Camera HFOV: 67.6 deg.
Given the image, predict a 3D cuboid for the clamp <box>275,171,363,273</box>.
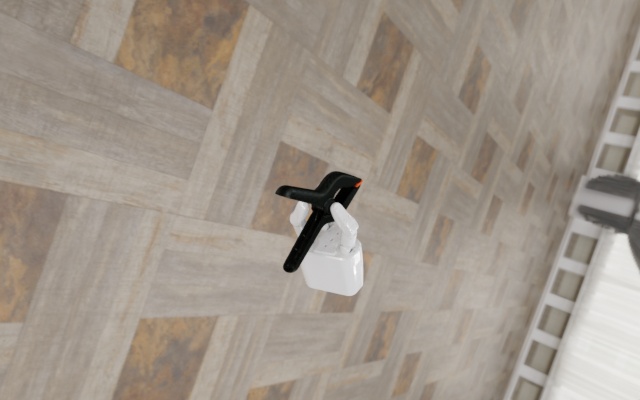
[{"bbox_3d":[0.001,0.003,0.796,0.036,0.165,0.210,24,49,31],"label":"clamp"}]
